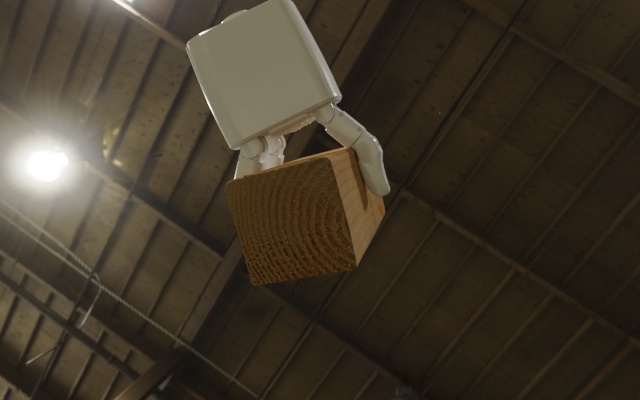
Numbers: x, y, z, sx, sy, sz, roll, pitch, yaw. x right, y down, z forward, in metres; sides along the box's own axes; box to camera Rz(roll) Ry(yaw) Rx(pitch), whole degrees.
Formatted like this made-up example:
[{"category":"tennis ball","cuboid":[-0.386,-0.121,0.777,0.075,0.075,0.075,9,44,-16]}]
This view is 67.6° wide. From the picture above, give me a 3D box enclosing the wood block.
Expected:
[{"category":"wood block","cuboid":[0.000,0.001,0.465,0.091,0.090,0.206,-13,7,16]}]
